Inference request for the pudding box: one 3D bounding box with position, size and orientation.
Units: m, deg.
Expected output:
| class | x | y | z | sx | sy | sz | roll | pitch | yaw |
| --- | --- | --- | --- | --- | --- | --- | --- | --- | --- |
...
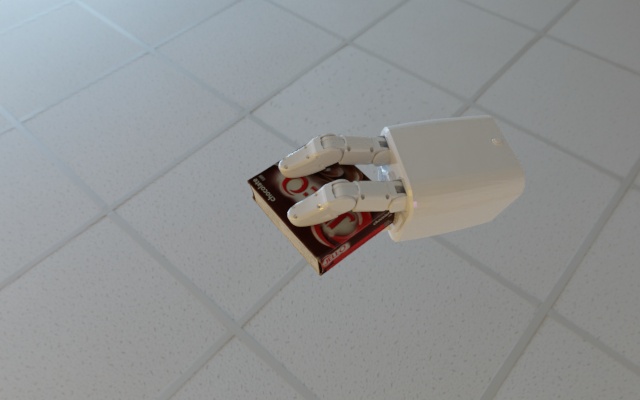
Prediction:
| class | x | y | z | sx | sy | sz | roll | pitch | yaw |
| --- | --- | --- | --- | --- | --- | --- | --- | --- | --- |
| pudding box | 0.000 | 0.002 | 0.449 | 0.090 | 0.113 | 0.039 | -34 | -32 | -20 |
